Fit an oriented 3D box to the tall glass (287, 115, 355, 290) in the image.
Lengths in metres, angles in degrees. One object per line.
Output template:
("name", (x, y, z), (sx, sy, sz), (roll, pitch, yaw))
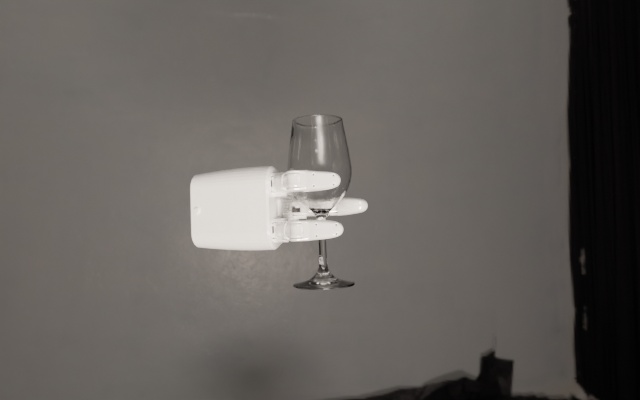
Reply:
("tall glass", (0.000, 0.003, 0.576), (0.079, 0.201, 0.079), (-2, -2, 0))
